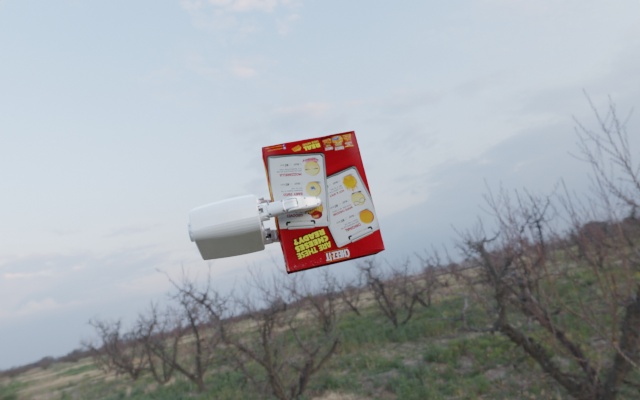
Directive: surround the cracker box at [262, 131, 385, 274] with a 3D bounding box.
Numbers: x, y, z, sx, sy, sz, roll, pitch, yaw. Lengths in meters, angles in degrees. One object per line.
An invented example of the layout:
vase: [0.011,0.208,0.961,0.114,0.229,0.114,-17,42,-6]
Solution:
cracker box: [0.000,0.002,0.812,0.164,0.213,0.072,-12,-12,-8]
